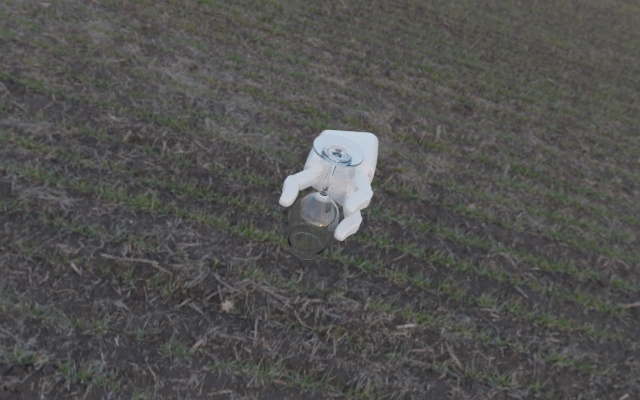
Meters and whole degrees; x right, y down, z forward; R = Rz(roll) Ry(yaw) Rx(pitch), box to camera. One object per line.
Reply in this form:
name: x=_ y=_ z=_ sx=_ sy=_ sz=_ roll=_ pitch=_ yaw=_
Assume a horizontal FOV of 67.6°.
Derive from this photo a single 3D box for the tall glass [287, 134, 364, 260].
tall glass: x=0.000 y=0.002 z=0.727 sx=0.079 sy=0.201 sz=0.079 roll=11 pitch=40 yaw=-10
